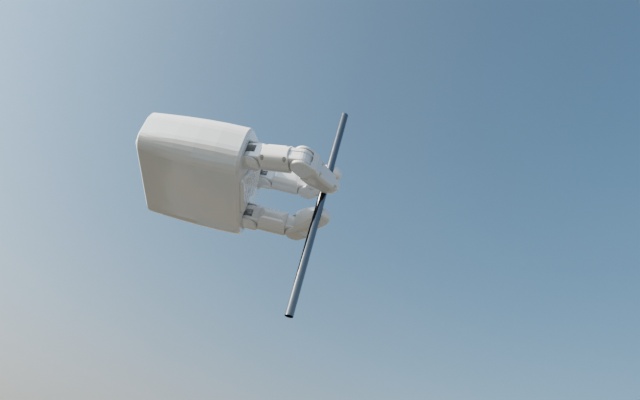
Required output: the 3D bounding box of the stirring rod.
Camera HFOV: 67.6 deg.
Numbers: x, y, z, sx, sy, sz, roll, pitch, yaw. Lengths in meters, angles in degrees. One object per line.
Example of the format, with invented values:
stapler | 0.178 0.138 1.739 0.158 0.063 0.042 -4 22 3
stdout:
stirring rod | 0.000 0.002 0.473 0.011 0.239 0.011 11 -33 7
